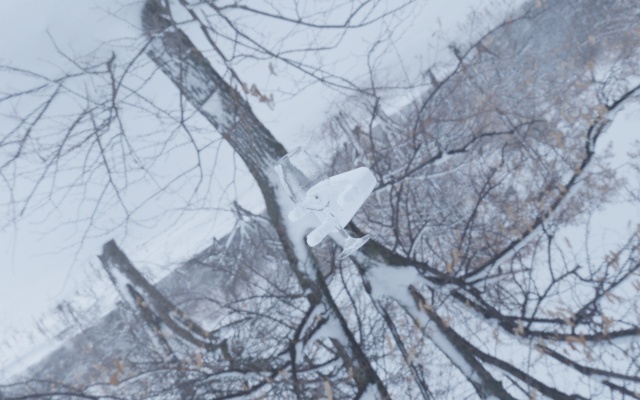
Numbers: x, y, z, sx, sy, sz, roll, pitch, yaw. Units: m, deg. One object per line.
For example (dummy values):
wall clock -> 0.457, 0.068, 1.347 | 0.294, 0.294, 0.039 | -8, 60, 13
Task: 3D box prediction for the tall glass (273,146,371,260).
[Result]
tall glass -> 0.001, 0.003, 0.839 | 0.079, 0.201, 0.079 | -36, 2, 1
